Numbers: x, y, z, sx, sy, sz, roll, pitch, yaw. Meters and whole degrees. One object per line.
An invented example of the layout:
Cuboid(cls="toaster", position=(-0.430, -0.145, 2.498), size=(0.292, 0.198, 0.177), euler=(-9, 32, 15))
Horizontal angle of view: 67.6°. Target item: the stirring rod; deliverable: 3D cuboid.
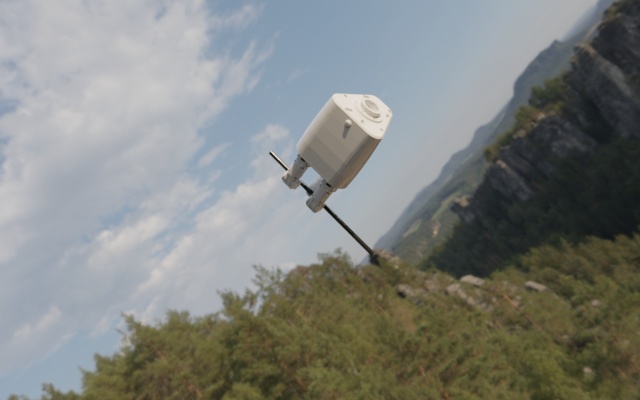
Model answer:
Cuboid(cls="stirring rod", position=(0.000, 0.003, 0.785), size=(0.239, 0.011, 0.011), euler=(45, 9, 9))
